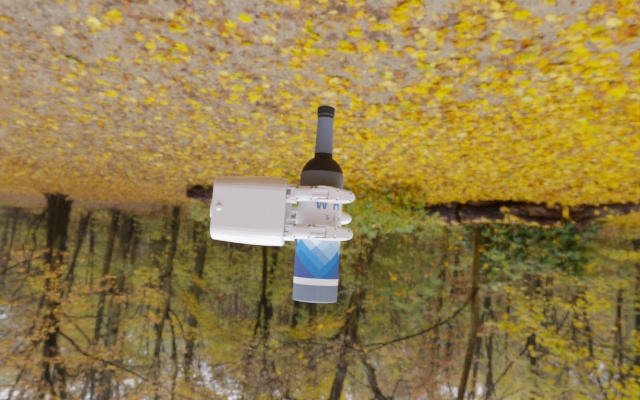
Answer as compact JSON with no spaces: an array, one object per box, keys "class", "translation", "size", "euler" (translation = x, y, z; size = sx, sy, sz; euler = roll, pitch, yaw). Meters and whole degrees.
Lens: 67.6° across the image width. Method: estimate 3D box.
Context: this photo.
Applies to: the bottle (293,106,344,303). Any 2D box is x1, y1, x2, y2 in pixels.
[{"class":"bottle","translation":[0.000,0.003,0.726],"size":[0.069,0.295,0.069],"euler":[3,-6,0]}]
